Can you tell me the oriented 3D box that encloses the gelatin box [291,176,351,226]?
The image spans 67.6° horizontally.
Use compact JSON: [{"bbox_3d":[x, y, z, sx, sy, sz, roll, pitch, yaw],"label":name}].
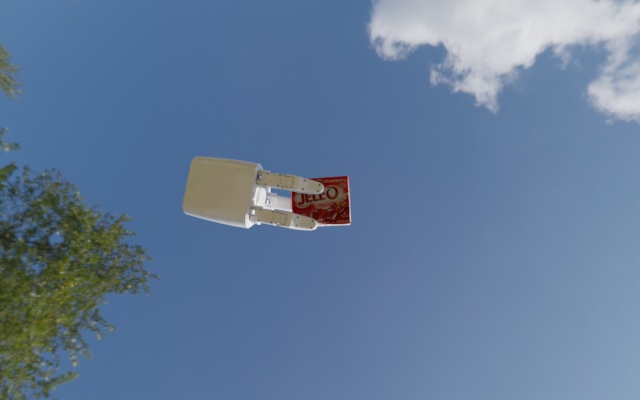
[{"bbox_3d":[0.000,0.002,0.727,0.089,0.073,0.030,-3,-5,3],"label":"gelatin box"}]
